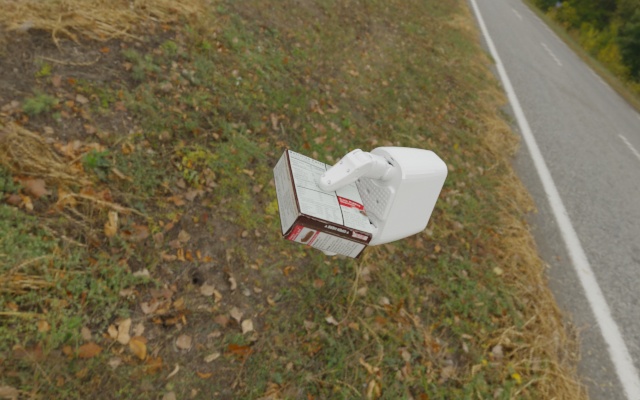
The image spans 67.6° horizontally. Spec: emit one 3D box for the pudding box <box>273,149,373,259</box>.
[{"bbox_3d":[0.000,0.002,0.508,0.090,0.039,0.113,17,33,-25],"label":"pudding box"}]
